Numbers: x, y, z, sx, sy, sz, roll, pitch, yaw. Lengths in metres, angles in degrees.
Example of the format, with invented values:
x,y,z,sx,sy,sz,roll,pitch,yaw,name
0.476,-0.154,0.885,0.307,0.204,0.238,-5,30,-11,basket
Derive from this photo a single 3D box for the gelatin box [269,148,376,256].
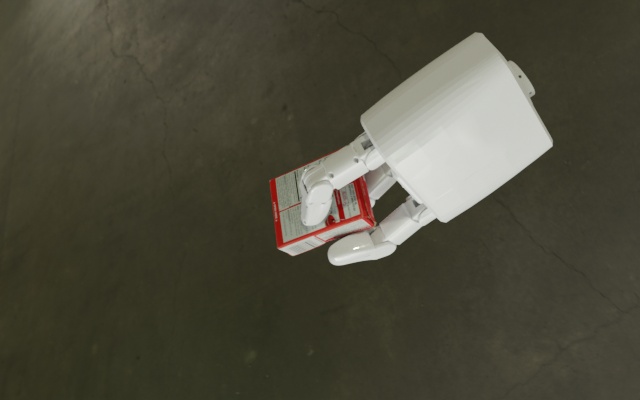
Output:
x,y,z,sx,sy,sz,roll,pitch,yaw,name
0.000,0.001,0.435,0.089,0.073,0.030,-22,-30,20,gelatin box
